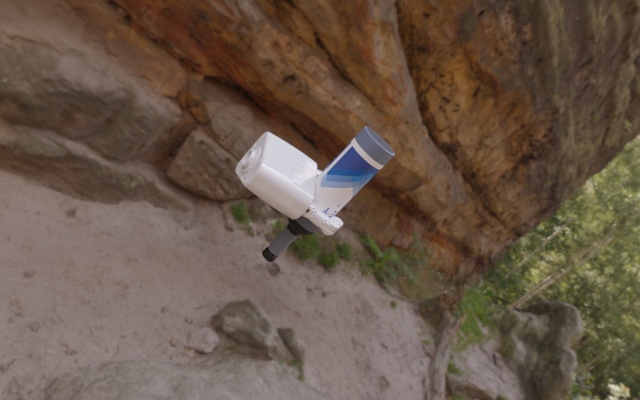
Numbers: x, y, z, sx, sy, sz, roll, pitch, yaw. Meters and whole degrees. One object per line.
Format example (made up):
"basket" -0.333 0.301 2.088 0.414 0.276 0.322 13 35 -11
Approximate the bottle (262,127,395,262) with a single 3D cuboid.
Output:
"bottle" 0.000 0.003 0.822 0.296 0.069 0.069 -46 -19 19
